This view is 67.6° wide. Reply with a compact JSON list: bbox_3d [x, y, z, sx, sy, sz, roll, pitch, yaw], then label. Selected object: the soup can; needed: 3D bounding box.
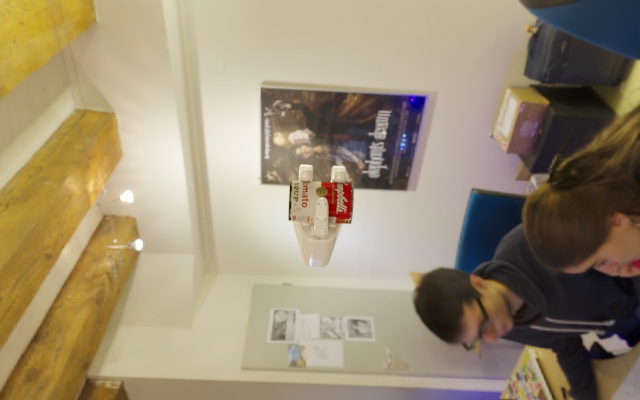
[{"bbox_3d":[0.000,0.002,0.775,0.102,0.068,0.068,3,0,-2],"label":"soup can"}]
